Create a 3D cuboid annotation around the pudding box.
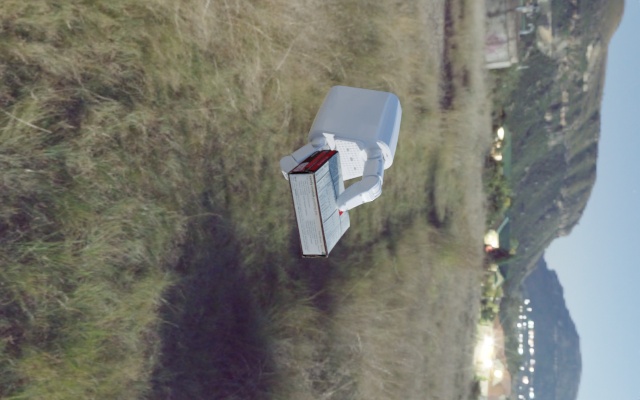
[{"bbox_3d":[0.000,0.002,0.598,0.039,0.113,0.090,-2,21,24],"label":"pudding box"}]
